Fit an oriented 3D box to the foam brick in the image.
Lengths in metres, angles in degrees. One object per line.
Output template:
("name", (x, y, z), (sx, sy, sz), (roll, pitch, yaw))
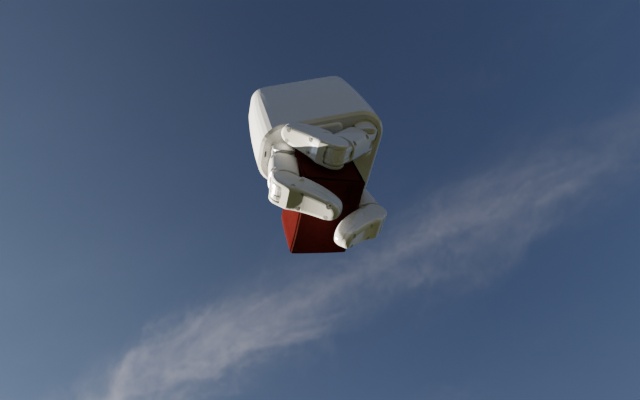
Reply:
("foam brick", (0.000, 0.002, 0.423), (0.053, 0.078, 0.051), (3, 33, -19))
